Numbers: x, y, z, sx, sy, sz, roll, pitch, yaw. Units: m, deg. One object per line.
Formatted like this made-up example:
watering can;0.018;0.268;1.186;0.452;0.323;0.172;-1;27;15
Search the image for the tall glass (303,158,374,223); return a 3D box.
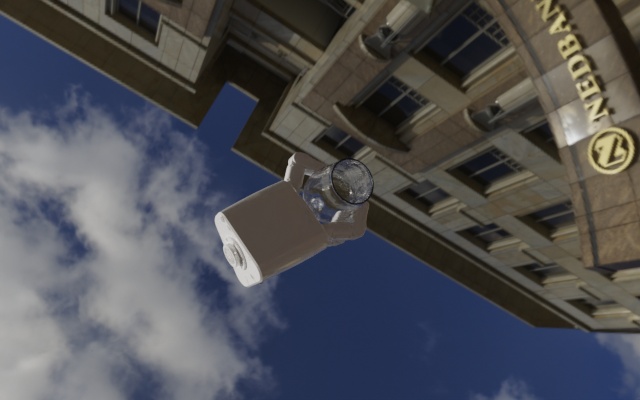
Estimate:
tall glass;0.000;0.002;0.688;0.079;0.079;0.201;0;-16;-26
